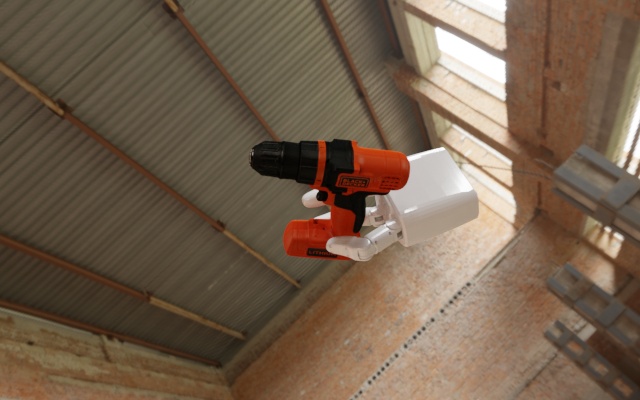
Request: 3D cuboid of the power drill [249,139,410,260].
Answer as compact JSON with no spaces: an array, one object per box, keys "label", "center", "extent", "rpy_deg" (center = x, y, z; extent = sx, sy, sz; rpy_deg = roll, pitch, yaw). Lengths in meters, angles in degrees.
[{"label":"power drill","center":[0.000,0.002,0.595],"extent":[0.184,0.057,0.188],"rpy_deg":[6,-38,-7]}]
